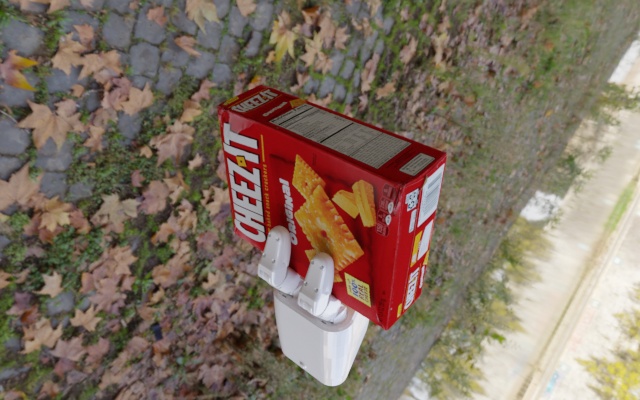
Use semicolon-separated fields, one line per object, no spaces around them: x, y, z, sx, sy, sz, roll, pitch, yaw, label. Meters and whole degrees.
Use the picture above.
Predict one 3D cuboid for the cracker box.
0.000;0.001;0.459;0.213;0.164;0.072;27;43;31;cracker box
